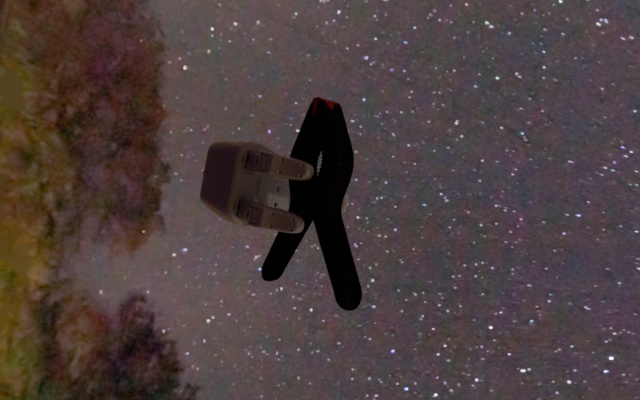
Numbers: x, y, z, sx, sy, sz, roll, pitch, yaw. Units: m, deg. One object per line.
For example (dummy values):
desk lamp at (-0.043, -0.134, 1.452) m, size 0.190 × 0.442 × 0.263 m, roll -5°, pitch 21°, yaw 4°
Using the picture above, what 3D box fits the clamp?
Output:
clamp at (0.001, 0.001, 0.486) m, size 0.036 × 0.210 × 0.164 m, roll 8°, pitch 4°, yaw -35°
